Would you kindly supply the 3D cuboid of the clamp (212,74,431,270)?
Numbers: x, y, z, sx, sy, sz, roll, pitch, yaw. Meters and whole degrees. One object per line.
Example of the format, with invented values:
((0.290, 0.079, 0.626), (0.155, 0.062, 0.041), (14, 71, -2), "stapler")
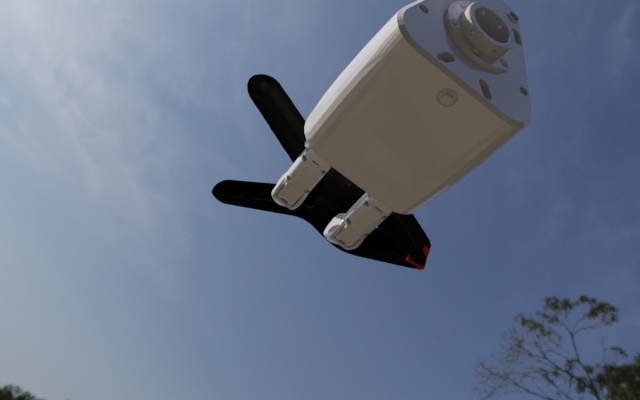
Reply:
((0.001, 0.001, 0.426), (0.210, 0.036, 0.165), (35, -37, -9), "clamp")
